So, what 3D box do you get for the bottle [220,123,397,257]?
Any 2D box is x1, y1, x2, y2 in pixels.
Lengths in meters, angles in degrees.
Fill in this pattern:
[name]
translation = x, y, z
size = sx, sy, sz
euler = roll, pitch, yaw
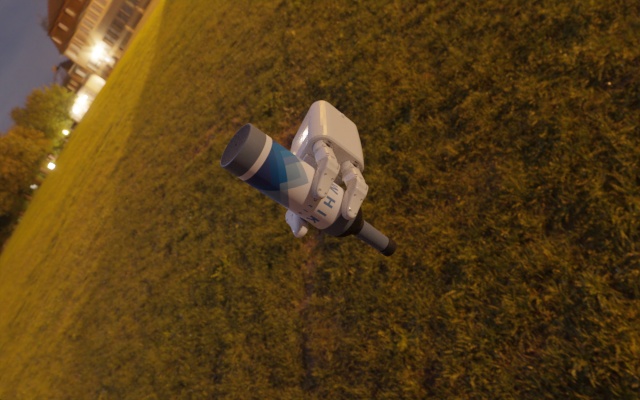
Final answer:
[bottle]
translation = 0.000, 0.002, 0.674
size = 0.296, 0.069, 0.069
euler = 34, -17, -27
